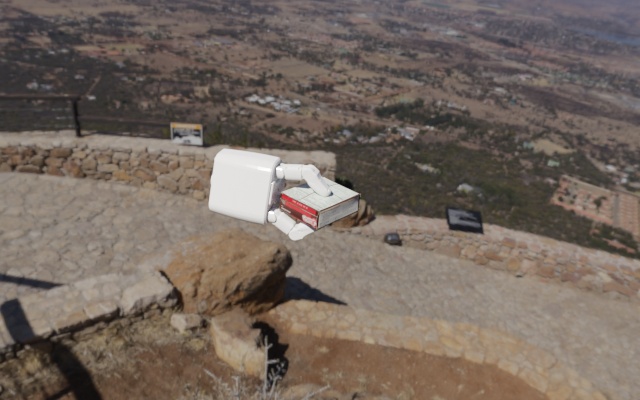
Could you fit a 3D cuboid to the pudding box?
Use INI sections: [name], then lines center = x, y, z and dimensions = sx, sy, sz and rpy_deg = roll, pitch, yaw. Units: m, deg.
[pudding box]
center = 0.000, 0.002, 0.816
dimensions = 0.090, 0.039, 0.113
rpy_deg = 28, 35, 34
